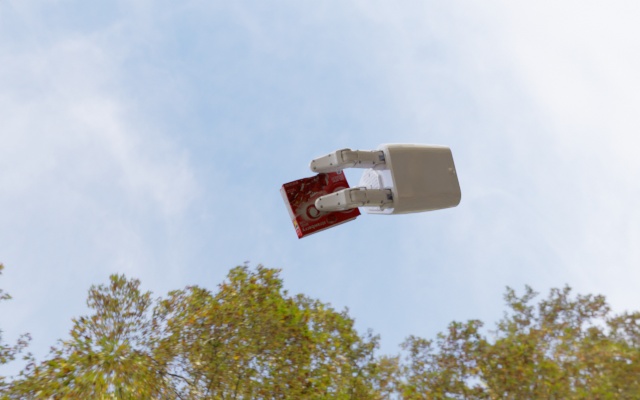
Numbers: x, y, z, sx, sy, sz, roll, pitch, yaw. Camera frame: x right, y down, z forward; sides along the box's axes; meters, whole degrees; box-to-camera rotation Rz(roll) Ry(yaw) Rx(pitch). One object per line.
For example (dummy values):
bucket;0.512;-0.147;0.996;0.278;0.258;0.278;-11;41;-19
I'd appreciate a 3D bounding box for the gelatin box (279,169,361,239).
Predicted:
gelatin box;0.000;0.002;0.634;0.089;0.073;0.030;-18;-11;-18
